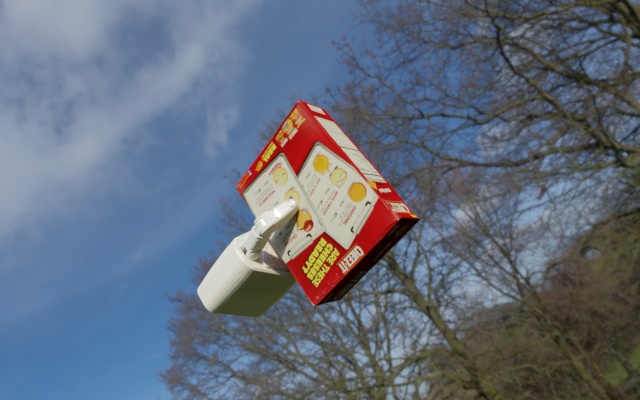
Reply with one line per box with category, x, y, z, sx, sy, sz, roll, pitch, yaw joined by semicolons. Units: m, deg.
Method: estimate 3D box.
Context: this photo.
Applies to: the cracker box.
cracker box;0.000;0.002;0.632;0.164;0.213;0.072;-50;-27;25
